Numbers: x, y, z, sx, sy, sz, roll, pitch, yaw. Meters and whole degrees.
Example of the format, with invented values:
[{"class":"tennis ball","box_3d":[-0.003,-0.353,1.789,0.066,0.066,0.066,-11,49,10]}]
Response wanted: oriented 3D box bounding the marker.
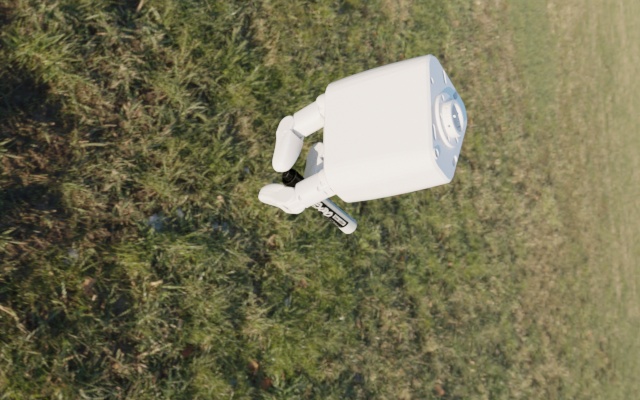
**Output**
[{"class":"marker","box_3d":[0.000,0.002,0.513,0.020,0.020,0.121,0,-28,41]}]
